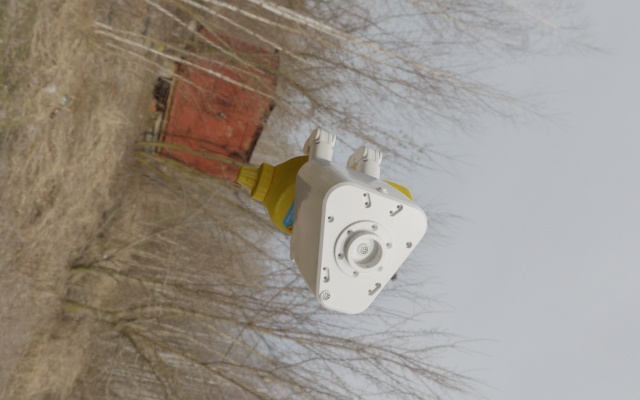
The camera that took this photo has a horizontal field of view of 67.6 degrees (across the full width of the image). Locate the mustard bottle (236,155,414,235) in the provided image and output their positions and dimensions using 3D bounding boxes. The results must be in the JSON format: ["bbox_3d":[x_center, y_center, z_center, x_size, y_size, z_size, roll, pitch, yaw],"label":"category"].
[{"bbox_3d":[0.000,0.002,0.532,0.191,0.096,0.058,19,33,-16],"label":"mustard bottle"}]
